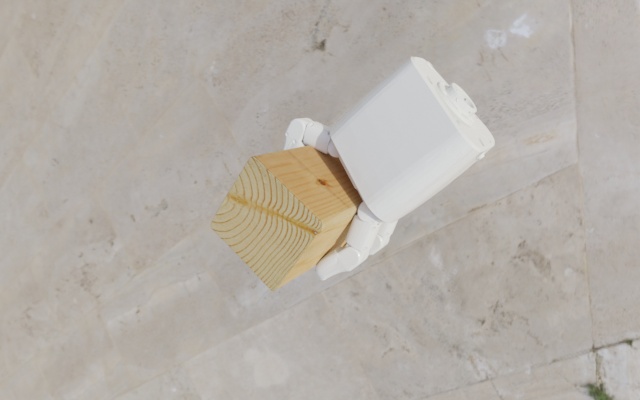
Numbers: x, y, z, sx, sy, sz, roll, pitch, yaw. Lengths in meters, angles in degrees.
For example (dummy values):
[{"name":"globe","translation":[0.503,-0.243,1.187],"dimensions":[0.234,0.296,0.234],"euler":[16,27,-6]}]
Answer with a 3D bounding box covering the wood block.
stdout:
[{"name":"wood block","translation":[0.000,0.001,0.500],"dimensions":[0.091,0.090,0.206],"euler":[44,28,15]}]
